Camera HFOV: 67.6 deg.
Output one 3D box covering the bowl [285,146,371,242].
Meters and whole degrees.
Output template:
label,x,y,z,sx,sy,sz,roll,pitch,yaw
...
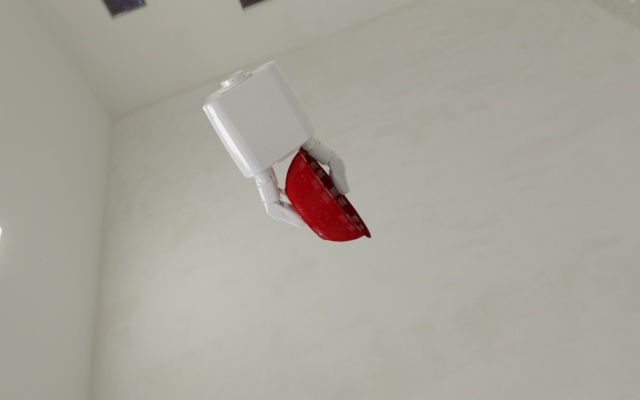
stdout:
label,x,y,z,sx,sy,sz,roll,pitch,yaw
bowl,0.001,0.003,0.658,0.055,0.162,0.162,-39,-6,7
